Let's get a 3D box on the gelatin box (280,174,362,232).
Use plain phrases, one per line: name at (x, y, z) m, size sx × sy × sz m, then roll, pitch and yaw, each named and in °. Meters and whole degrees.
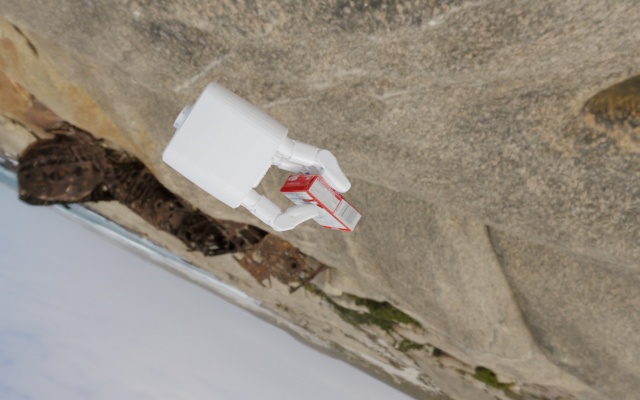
gelatin box at (0.000, 0.003, 0.625) m, size 0.089 × 0.030 × 0.073 m, roll 42°, pitch -18°, yaw -24°
